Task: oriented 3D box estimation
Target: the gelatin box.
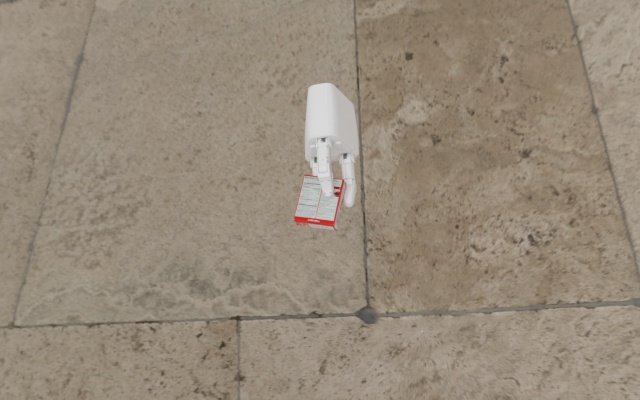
[{"bbox_3d":[0.000,0.003,0.821,0.073,0.089,0.030,7,-21,16],"label":"gelatin box"}]
